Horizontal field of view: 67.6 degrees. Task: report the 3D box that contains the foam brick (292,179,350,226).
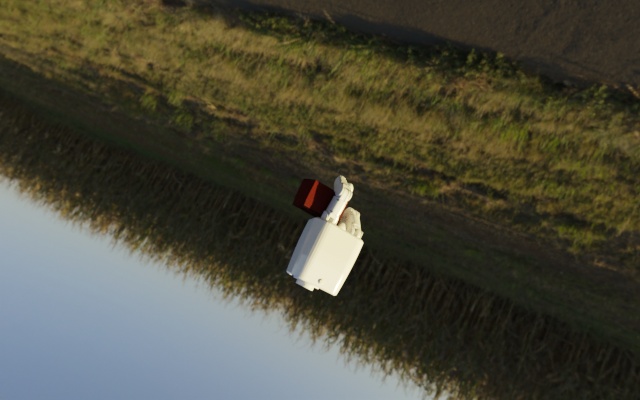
[{"bbox_3d":[0.000,0.003,0.834,0.078,0.051,0.053,30,-9,-23],"label":"foam brick"}]
